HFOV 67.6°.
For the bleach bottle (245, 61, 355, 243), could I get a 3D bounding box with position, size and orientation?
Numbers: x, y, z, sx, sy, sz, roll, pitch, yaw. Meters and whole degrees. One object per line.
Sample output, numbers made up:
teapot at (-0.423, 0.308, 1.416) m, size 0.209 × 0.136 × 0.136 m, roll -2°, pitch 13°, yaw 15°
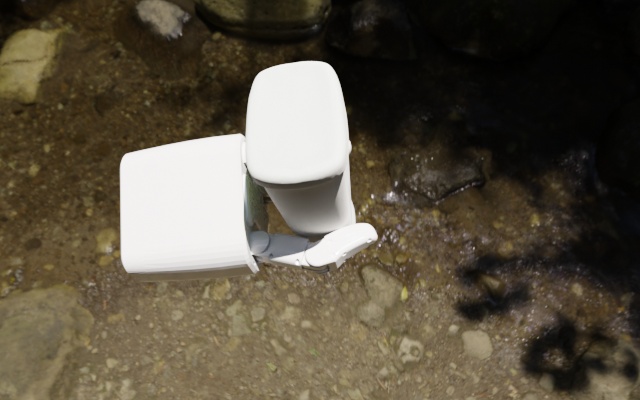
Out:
bleach bottle at (0.000, 0.001, 0.422) m, size 0.068 × 0.102 × 0.251 m, roll -6°, pitch -29°, yaw 6°
